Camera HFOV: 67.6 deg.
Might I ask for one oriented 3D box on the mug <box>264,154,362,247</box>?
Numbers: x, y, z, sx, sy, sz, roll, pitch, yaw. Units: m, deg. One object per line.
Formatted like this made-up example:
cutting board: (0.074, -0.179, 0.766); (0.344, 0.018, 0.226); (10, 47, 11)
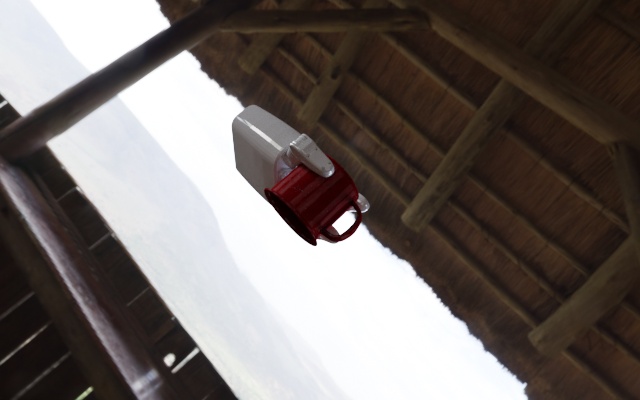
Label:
mug: (0.001, 0.003, 0.575); (0.117, 0.081, 0.093); (39, -17, 30)
